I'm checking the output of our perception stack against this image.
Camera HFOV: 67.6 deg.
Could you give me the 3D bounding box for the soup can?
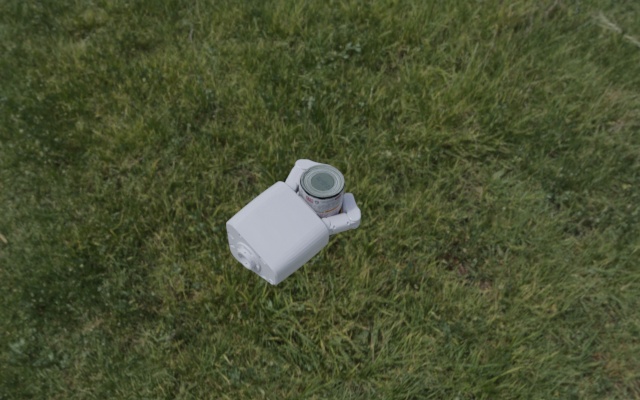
[{"bbox_3d":[0.001,0.002,0.736,0.068,0.068,0.102,0,-39,-4],"label":"soup can"}]
